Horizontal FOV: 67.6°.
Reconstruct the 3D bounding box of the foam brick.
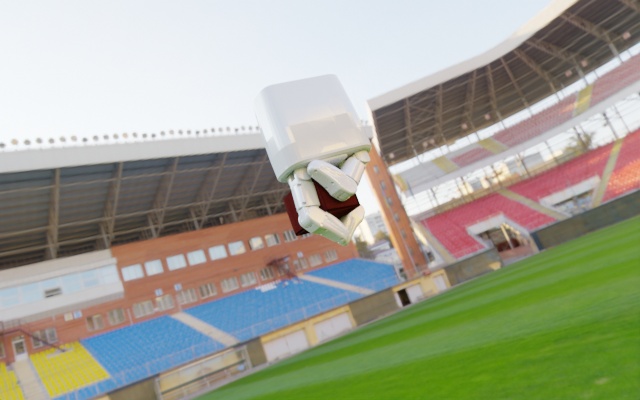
[{"bbox_3d":[0.000,0.002,0.578,0.053,0.051,0.078,-12,-17,-38],"label":"foam brick"}]
